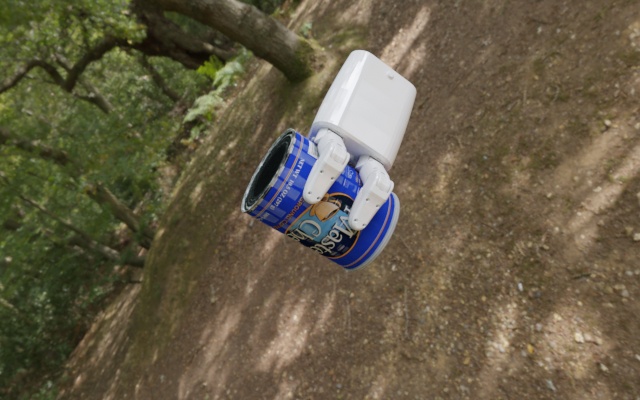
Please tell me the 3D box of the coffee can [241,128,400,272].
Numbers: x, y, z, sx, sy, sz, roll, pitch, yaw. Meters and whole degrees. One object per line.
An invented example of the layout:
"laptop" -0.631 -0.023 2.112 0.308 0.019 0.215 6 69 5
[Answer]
"coffee can" 0.000 0.002 0.522 0.140 0.103 0.103 31 -11 -19
